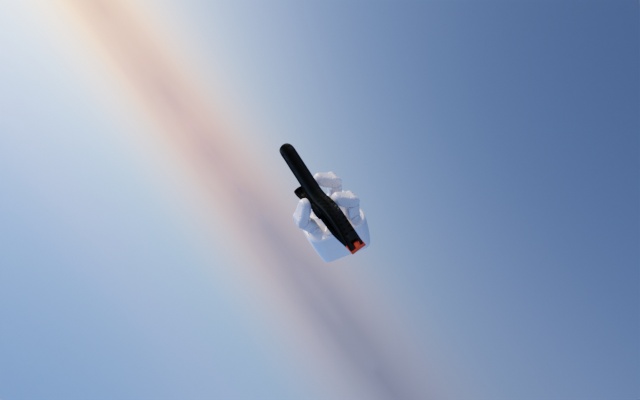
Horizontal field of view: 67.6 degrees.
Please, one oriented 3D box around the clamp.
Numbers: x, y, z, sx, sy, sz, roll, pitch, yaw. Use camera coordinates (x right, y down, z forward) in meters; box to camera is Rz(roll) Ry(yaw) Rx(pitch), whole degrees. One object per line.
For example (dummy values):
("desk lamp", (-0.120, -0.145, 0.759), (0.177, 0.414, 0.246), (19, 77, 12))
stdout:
("clamp", (0.000, 0.004, 0.815), (0.036, 0.210, 0.165), (-35, -33, -9))
